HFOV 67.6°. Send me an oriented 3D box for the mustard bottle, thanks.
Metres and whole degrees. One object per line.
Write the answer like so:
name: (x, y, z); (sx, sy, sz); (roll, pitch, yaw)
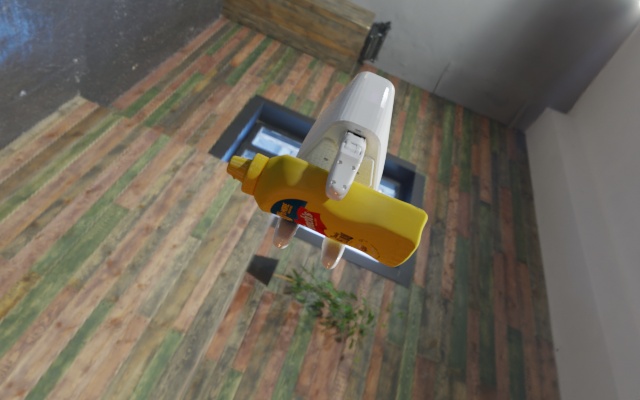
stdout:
mustard bottle: (0.000, 0.002, 0.466); (0.191, 0.058, 0.096); (24, -17, -2)
